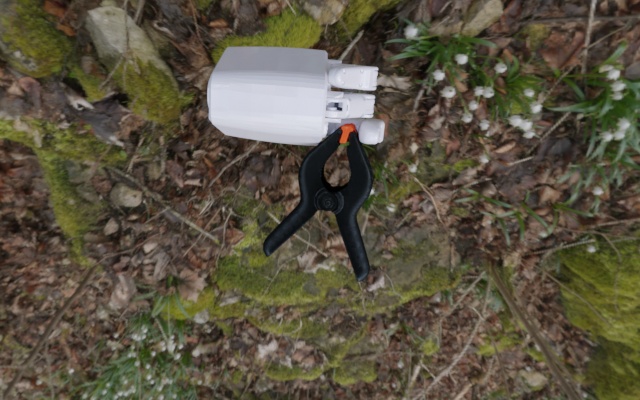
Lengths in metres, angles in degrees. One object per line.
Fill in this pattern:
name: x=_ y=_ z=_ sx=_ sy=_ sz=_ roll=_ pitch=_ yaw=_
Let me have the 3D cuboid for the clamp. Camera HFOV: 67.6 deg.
clamp: x=0.000 y=0.002 z=0.511 sx=0.120 sy=0.171 sz=0.039 roll=5 pitch=14 yaw=0
